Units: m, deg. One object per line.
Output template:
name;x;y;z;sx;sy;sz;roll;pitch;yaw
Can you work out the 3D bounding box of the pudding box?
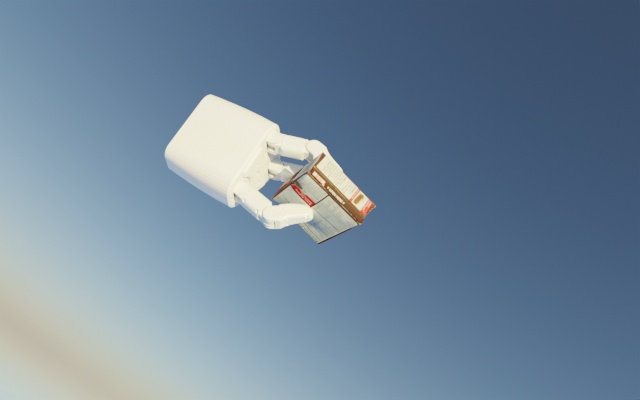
pudding box;0.000;0.002;0.587;0.039;0.090;0.113;-51;10;-29
